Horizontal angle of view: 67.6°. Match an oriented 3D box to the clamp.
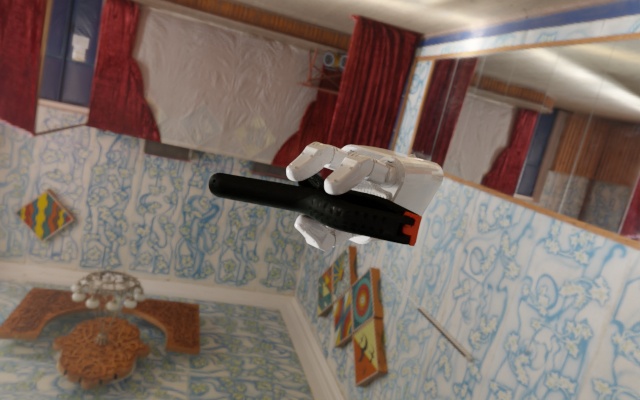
[{"bbox_3d":[0.000,0.003,0.494,0.210,0.036,0.164,21,18,38],"label":"clamp"}]
